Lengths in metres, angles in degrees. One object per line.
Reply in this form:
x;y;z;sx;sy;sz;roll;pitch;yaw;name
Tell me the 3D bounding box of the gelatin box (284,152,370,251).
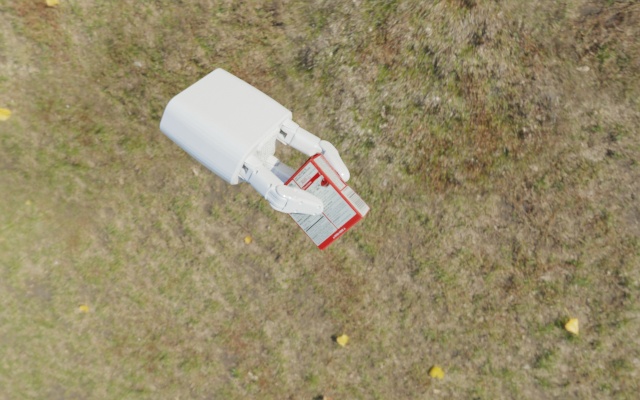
0.000;0.002;0.546;0.073;0.089;0.030;-43;-2;32;gelatin box
